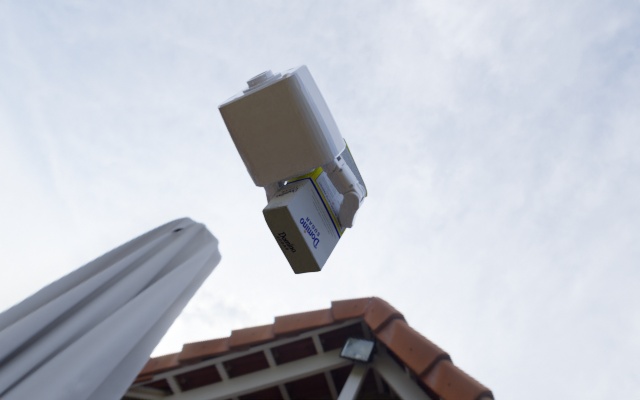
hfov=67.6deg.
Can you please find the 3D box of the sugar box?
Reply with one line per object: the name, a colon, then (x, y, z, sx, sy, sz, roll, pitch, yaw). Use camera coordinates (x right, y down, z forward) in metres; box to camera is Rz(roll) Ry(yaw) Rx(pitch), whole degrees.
sugar box: (0.000, 0.002, 0.599, 0.048, 0.093, 0.176, -11, 25, 35)
